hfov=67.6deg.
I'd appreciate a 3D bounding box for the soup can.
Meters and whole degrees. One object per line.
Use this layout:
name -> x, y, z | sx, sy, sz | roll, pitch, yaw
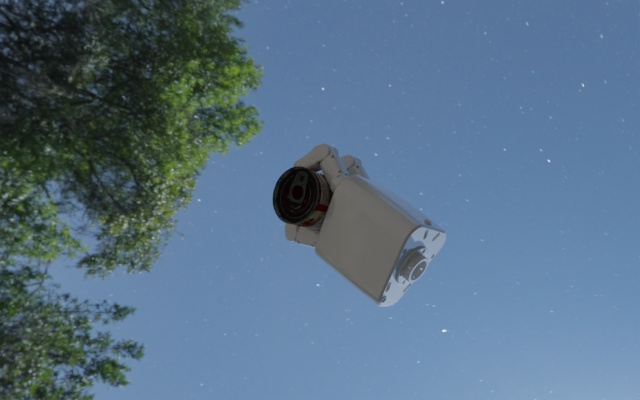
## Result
soup can -> 0.000, 0.002, 0.588 | 0.068, 0.068, 0.102 | 0, -10, 37
